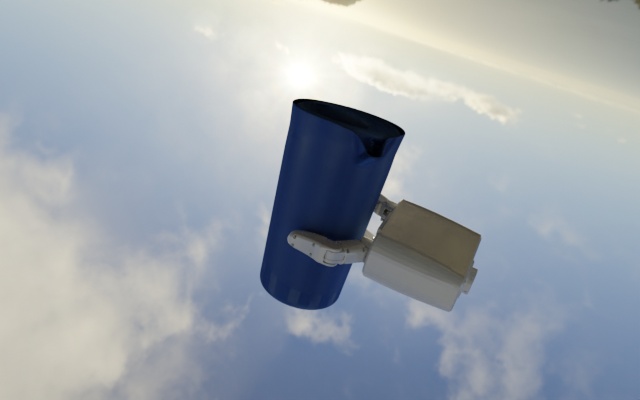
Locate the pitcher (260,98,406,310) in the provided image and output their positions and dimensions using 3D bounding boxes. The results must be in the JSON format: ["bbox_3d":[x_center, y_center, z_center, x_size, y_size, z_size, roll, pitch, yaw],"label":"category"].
[{"bbox_3d":[0.000,0.002,0.591,0.145,0.243,0.149,23,22,17],"label":"pitcher"}]
